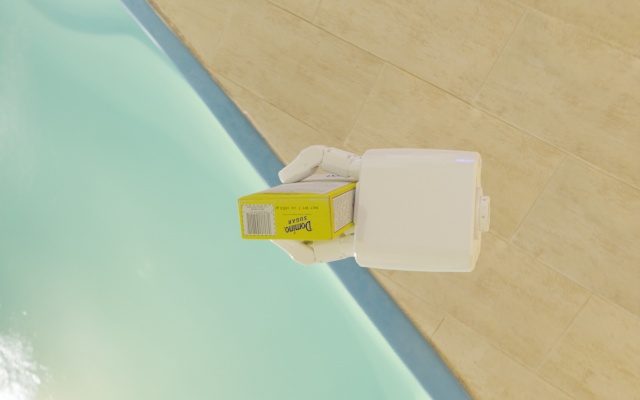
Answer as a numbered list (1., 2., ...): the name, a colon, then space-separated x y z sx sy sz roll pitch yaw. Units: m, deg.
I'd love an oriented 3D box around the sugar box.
1. sugar box: 0.000 0.002 0.496 0.093 0.048 0.176 0 7 23
